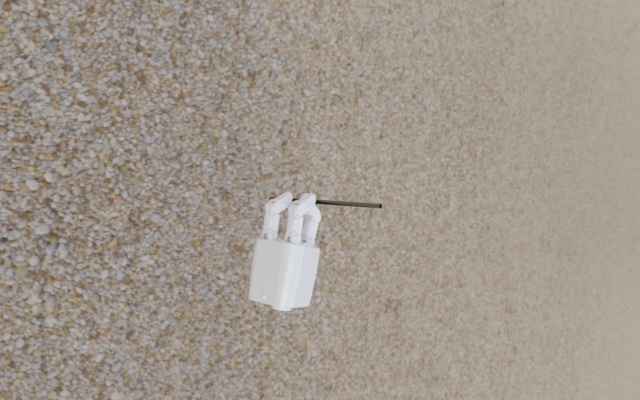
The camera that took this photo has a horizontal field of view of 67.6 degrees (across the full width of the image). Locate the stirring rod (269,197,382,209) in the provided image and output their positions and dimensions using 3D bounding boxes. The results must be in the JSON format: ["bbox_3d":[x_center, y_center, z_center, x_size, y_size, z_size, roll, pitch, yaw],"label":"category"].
[{"bbox_3d":[0.000,0.003,0.822,0.239,0.011,0.011,4,2,38],"label":"stirring rod"}]
